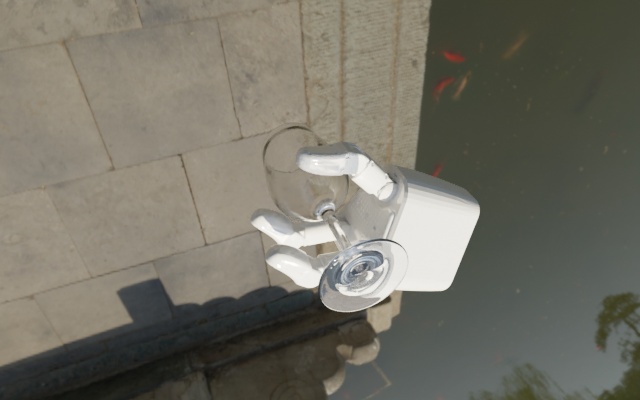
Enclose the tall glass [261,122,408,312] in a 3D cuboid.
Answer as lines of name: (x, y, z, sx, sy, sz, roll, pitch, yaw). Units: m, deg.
tall glass: (0.000, 0.002, 0.434, 0.079, 0.079, 0.201, 0, 35, -25)
